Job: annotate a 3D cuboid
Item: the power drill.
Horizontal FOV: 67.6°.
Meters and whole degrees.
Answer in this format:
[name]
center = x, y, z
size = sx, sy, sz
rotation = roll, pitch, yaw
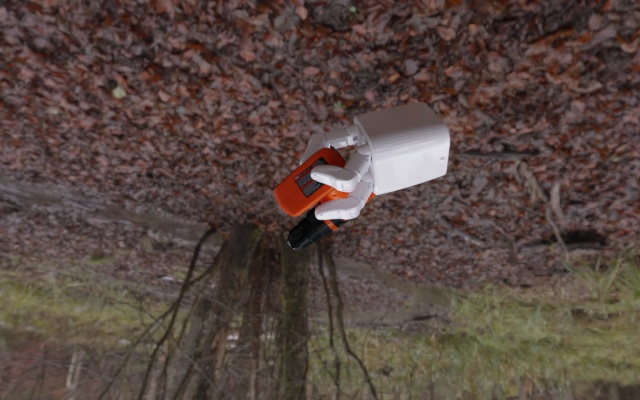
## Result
[power drill]
center = 0.000, 0.002, 0.720
size = 0.184, 0.057, 0.188
rotation = -40, -19, 5
